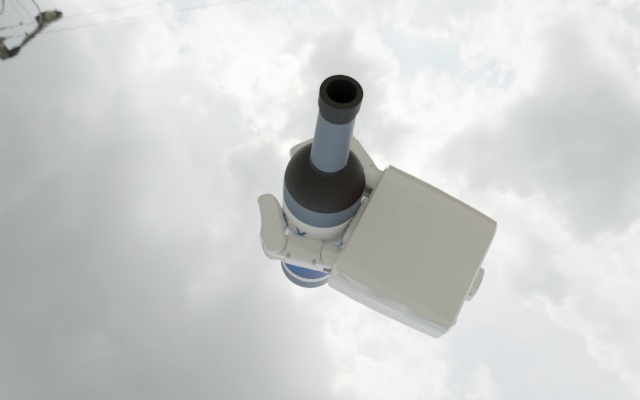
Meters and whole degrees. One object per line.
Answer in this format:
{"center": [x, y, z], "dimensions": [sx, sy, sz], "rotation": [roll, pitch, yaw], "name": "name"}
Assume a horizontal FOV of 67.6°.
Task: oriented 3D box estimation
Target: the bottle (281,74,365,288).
{"center": [0.000, 0.001, 0.419], "dimensions": [0.069, 0.069, 0.296], "rotation": [0, -27, -6], "name": "bottle"}
